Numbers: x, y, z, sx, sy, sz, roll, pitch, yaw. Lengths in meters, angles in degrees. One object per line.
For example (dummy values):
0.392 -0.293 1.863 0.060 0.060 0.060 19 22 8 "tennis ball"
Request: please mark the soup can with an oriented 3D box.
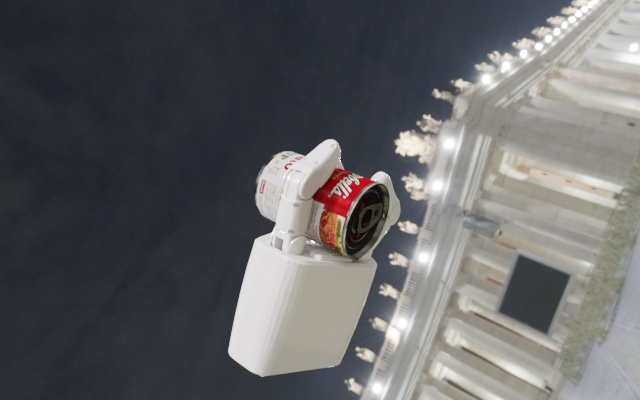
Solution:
0.000 0.001 0.422 0.102 0.068 0.068 23 12 32 "soup can"
